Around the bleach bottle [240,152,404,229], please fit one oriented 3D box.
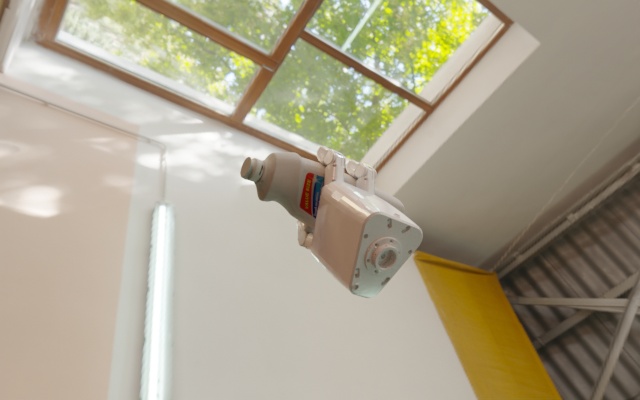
[{"bbox_3d":[0.000,0.002,0.680,0.251,0.102,0.068,21,9,-31],"label":"bleach bottle"}]
